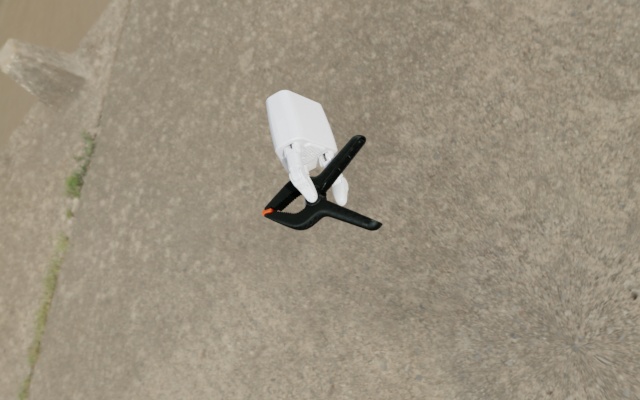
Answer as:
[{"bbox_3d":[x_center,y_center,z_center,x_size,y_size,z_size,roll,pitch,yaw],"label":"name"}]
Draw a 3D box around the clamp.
[{"bbox_3d":[-0.001,0.002,0.779,0.210,0.164,0.036,-25,-29,20],"label":"clamp"}]
